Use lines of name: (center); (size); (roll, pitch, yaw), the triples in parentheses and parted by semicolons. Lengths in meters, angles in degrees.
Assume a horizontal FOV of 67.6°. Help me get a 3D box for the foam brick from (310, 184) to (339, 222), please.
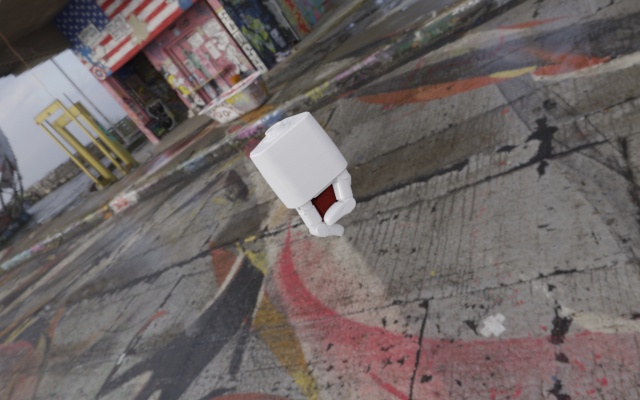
foam brick: (0.000, 0.003, 0.799); (0.053, 0.051, 0.078); (-48, 24, -27)
